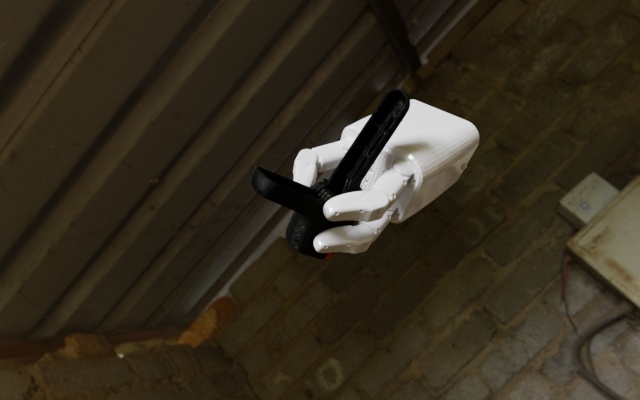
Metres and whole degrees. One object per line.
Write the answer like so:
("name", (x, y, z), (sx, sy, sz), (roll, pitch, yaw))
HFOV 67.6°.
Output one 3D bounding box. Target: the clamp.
("clamp", (0.000, 0.001, 0.460), (0.164, 0.036, 0.210), (-29, -28, -30))
